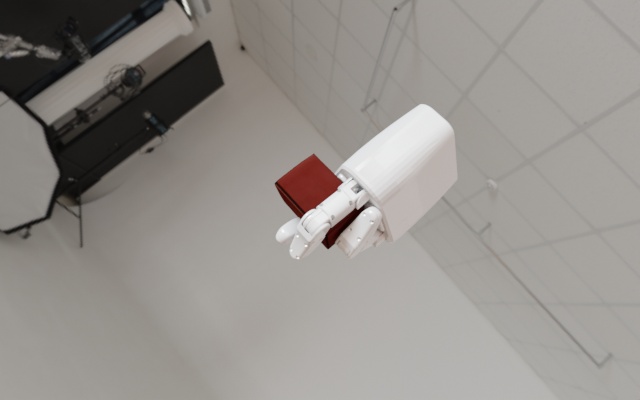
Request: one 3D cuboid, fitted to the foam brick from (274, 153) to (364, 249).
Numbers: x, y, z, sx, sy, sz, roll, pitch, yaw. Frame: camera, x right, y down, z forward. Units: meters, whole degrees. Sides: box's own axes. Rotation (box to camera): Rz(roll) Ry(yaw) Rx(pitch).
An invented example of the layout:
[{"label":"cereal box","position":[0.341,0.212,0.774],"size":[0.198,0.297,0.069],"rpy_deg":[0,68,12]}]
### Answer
[{"label":"foam brick","position":[0.000,0.001,0.491],"size":[0.051,0.078,0.053],"rpy_deg":[-41,-17,-9]}]
